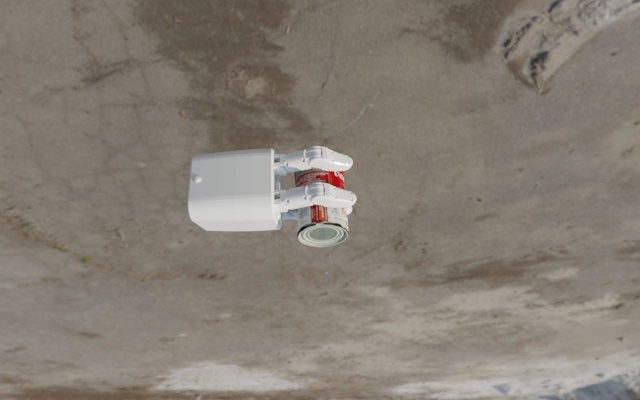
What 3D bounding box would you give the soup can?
[{"bbox_3d":[0.001,0.002,0.633,0.068,0.102,0.068,-3,-30,-1],"label":"soup can"}]
